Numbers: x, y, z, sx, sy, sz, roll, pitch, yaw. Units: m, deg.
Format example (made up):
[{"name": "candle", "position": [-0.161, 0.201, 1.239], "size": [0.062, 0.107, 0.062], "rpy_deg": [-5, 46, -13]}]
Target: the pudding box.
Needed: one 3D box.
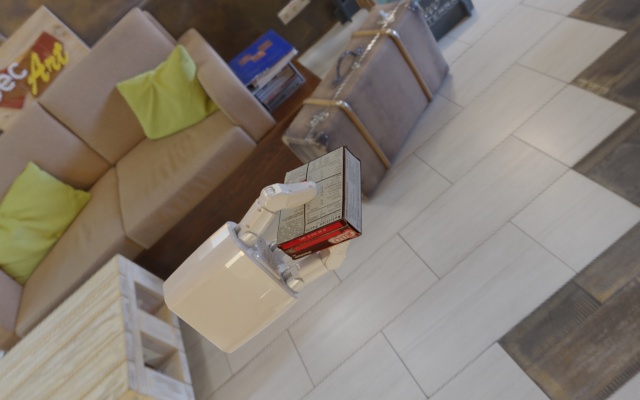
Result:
[{"name": "pudding box", "position": [0.000, 0.002, 0.533], "size": [0.090, 0.113, 0.039], "rpy_deg": [-23, -45, 28]}]
